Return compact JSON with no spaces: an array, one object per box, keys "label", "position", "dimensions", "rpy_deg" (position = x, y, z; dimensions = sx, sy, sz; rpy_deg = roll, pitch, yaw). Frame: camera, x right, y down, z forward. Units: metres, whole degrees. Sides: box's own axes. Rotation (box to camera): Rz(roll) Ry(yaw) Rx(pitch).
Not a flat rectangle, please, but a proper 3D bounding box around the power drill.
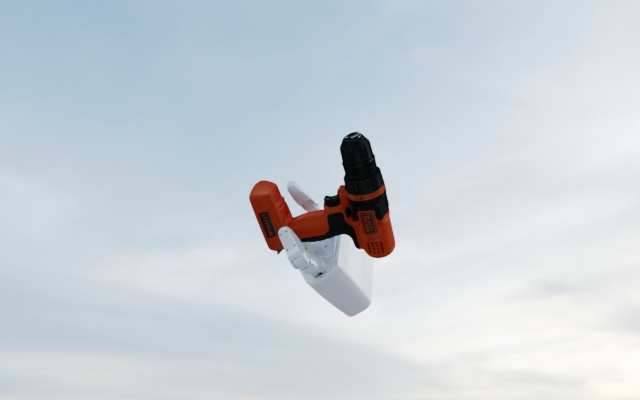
[{"label":"power drill","position":[0.000,0.002,0.656],"dimensions":[0.187,0.184,0.057],"rpy_deg":[-5,28,23]}]
